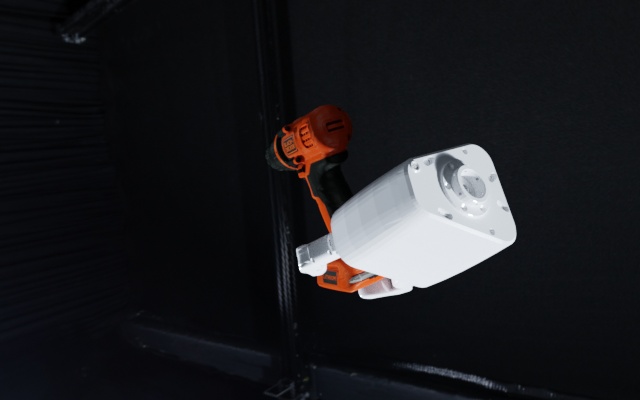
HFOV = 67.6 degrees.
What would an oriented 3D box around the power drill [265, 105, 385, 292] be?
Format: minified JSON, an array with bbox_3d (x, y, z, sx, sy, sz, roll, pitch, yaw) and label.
[{"bbox_3d":[0.000,0.002,0.525,0.057,0.187,0.184,-22,4,-21],"label":"power drill"}]
